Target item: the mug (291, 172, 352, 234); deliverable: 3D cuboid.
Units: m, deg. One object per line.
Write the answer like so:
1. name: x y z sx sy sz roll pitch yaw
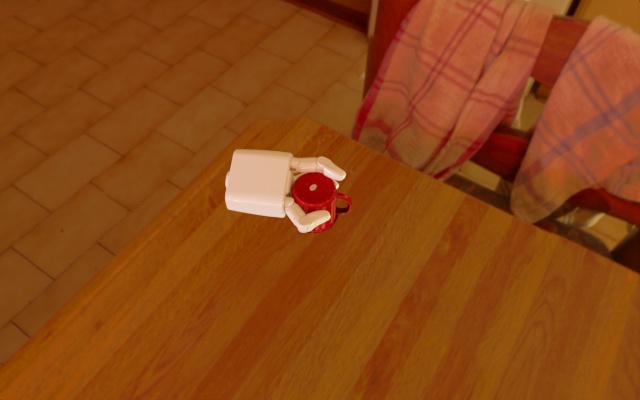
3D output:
1. mug: 0.002 0.003 0.882 0.117 0.093 0.082 7 -36 4
